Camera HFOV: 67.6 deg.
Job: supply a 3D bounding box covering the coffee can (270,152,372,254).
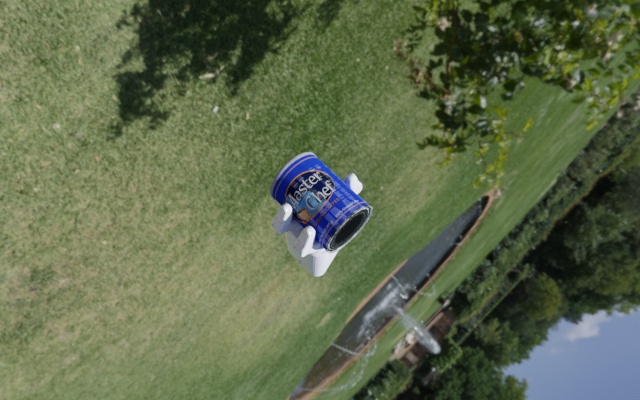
[{"bbox_3d":[0.000,0.002,0.787,0.140,0.103,0.103,44,18,20],"label":"coffee can"}]
